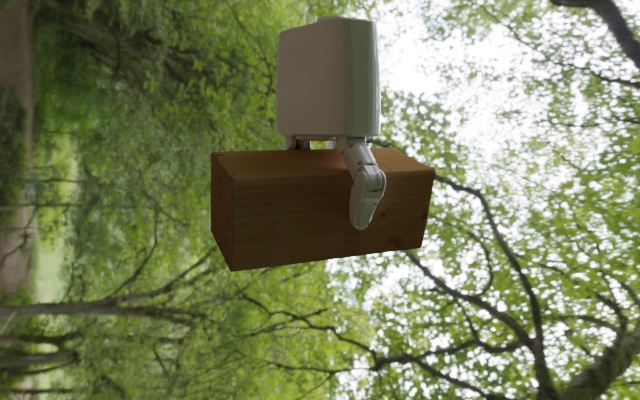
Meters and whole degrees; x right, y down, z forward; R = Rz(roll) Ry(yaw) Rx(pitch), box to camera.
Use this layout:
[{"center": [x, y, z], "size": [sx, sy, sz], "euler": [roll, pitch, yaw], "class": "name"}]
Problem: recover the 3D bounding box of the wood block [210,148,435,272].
[{"center": [0.000, 0.001, 0.486], "size": [0.206, 0.090, 0.090], "euler": [-4, 23, -23], "class": "wood block"}]
